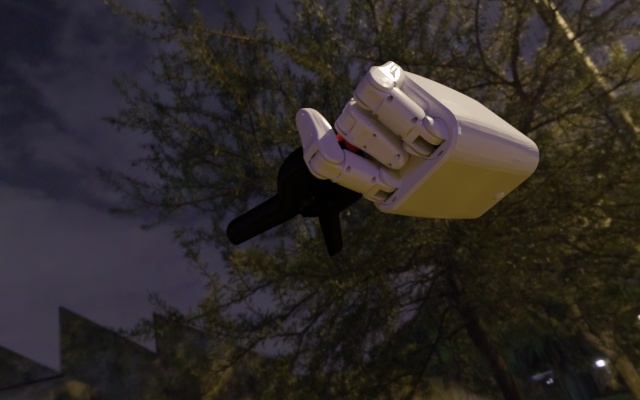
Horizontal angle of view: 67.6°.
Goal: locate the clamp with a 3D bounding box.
[{"bbox_3d":[0.000,0.001,0.436,0.120,0.039,0.171,11,-37,-32],"label":"clamp"}]
